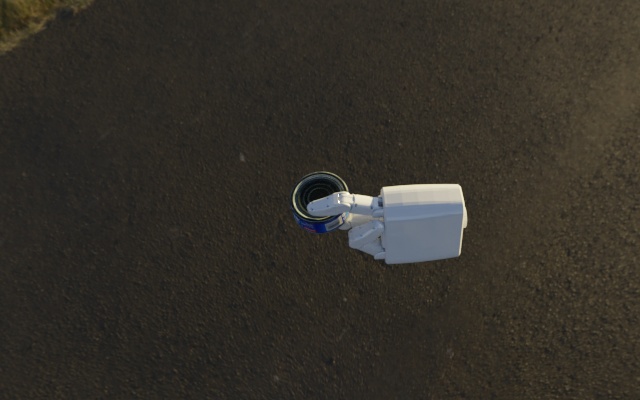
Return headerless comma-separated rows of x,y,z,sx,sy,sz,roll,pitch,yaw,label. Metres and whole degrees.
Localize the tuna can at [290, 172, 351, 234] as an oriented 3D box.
0.000,0.002,0.678,0.086,0.086,0.034,0,-30,10,tuna can
